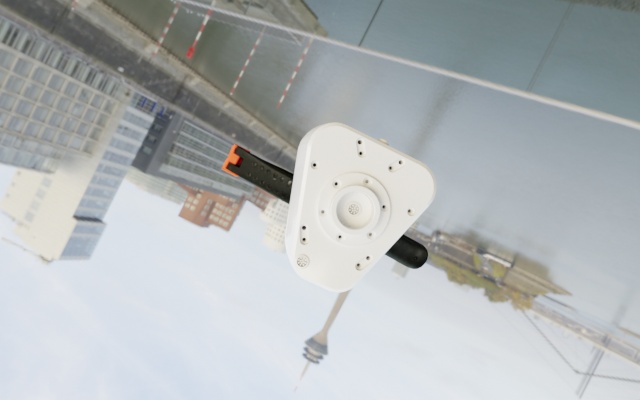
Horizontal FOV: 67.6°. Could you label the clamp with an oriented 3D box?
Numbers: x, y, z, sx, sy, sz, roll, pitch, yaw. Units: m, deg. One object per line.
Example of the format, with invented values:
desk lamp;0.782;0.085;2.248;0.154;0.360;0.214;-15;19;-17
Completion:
clamp;-0.001;0.002;0.503;0.210;0.036;0.164;27;3;-5
